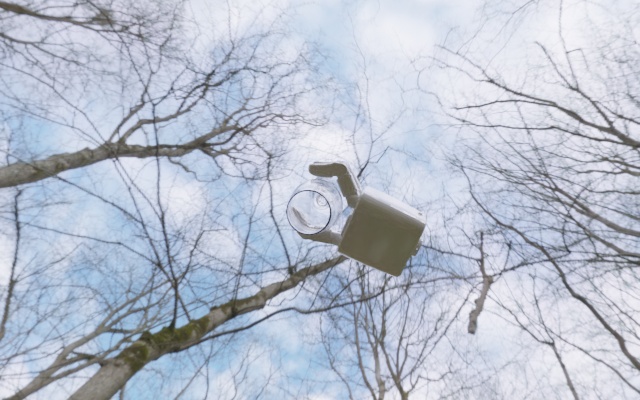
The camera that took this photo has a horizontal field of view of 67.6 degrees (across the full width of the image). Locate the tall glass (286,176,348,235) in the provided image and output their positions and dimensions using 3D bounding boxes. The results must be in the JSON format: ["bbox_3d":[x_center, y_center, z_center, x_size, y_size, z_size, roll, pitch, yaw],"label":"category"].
[{"bbox_3d":[0.000,0.002,0.733,0.079,0.079,0.201,0,8,10],"label":"tall glass"}]
